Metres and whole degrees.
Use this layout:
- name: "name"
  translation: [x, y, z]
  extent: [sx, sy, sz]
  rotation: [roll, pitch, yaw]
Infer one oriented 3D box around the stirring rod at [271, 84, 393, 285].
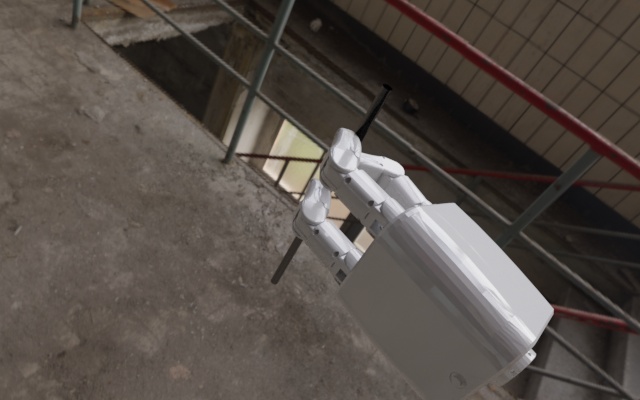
- name: "stirring rod"
  translation: [0.000, 0.001, 0.411]
  extent: [0.011, 0.011, 0.240]
  rotation: [0, -42, -32]
